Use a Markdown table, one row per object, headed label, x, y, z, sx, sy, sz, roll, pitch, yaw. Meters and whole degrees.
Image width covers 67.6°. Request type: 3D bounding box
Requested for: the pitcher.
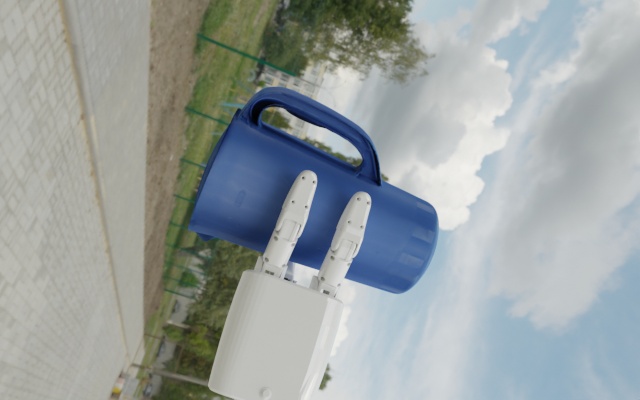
| label | x | y | z | sx | sy | sz | roll | pitch | yaw |
| --- | --- | --- | --- | --- | --- | --- | --- | --- | --- |
| pitcher | 0.000 | 0.002 | 0.498 | 0.243 | 0.145 | 0.149 | 22 | -20 | -11 |
